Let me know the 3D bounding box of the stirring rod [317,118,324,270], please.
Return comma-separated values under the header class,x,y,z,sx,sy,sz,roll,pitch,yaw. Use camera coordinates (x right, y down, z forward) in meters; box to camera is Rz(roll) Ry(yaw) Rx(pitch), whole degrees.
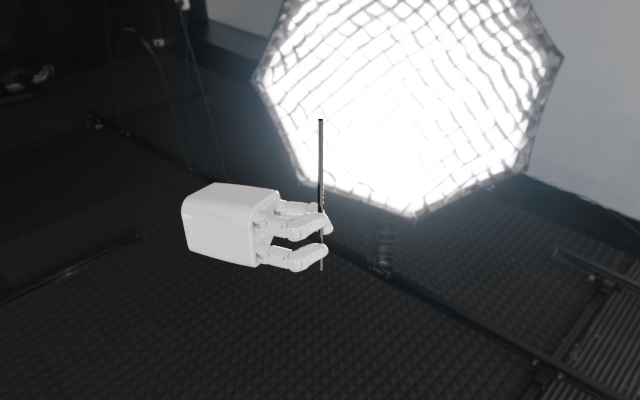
class,x,y,z,sx,sy,sz,roll,pitch,yaw
stirring rod,0.000,0.002,0.638,0.011,0.240,0.011,0,35,0
